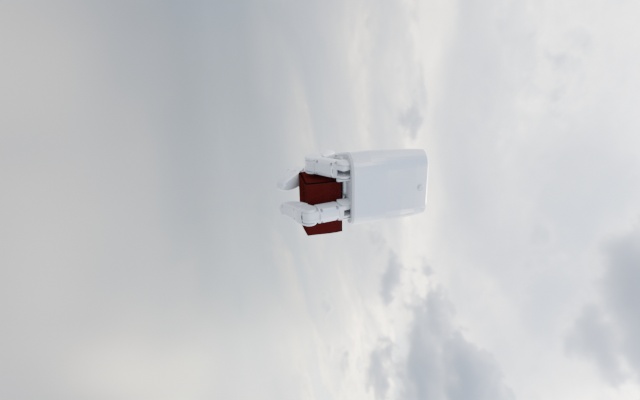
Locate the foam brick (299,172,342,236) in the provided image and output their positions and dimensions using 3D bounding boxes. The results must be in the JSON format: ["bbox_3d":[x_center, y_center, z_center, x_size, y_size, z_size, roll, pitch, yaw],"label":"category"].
[{"bbox_3d":[0.000,0.002,0.660,0.051,0.078,0.053,-6,23,-11],"label":"foam brick"}]
